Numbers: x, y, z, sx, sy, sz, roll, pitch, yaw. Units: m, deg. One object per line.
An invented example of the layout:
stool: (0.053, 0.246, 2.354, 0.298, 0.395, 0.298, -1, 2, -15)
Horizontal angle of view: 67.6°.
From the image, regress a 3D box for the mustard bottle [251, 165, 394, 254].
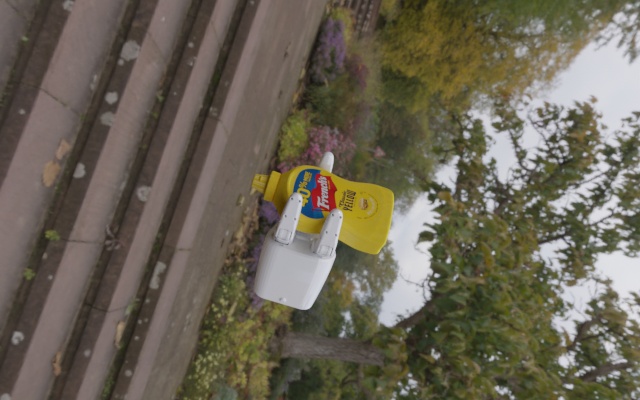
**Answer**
mustard bottle: (0.000, 0.002, 0.649, 0.191, 0.096, 0.058, 17, -33, -4)
